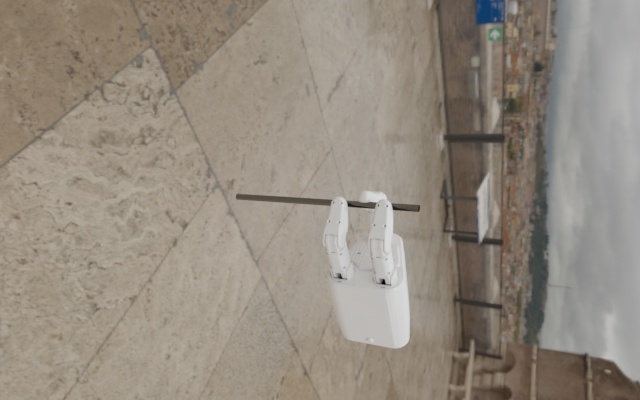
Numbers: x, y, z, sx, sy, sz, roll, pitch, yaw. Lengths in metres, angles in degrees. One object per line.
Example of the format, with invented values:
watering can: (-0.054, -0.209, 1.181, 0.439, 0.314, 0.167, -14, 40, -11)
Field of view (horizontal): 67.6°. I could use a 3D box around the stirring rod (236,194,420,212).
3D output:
stirring rod: (0.000, 0.002, 0.579, 0.239, 0.011, 0.011, 4, 1, 24)
